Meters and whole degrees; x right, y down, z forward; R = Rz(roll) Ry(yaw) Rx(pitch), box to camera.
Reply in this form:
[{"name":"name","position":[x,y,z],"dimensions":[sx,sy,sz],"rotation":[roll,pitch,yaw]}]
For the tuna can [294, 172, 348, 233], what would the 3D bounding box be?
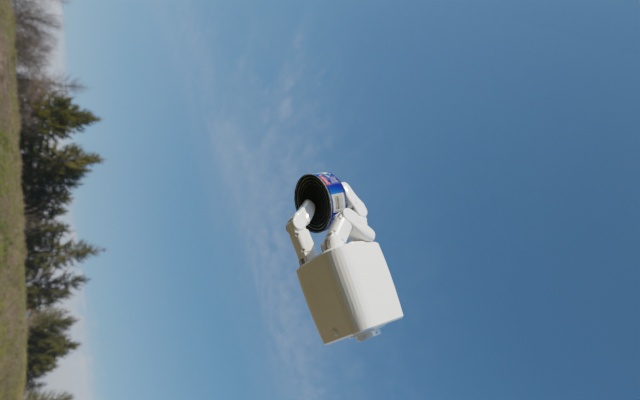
[{"name":"tuna can","position":[0.001,0.002,0.690],"dimensions":[0.034,0.086,0.086],"rotation":[-11,7,-37]}]
